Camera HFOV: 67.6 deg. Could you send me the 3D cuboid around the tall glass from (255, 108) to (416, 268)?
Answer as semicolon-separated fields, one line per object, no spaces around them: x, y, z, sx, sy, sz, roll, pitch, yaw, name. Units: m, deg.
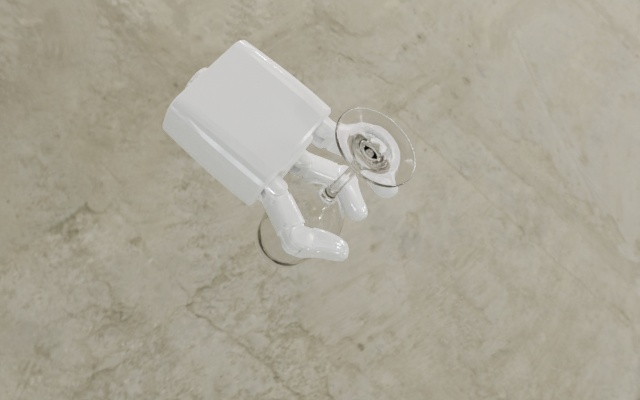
0.000;0.001;0.453;0.079;0.079;0.201;0;-27;-30;tall glass
